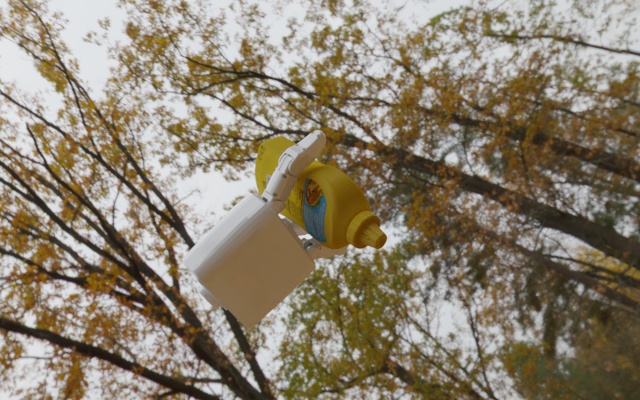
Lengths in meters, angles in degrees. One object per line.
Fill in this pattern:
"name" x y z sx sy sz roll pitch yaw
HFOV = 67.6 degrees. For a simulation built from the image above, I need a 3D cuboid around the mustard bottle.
"mustard bottle" 0.000 0.002 0.549 0.058 0.096 0.191 -25 42 -33
